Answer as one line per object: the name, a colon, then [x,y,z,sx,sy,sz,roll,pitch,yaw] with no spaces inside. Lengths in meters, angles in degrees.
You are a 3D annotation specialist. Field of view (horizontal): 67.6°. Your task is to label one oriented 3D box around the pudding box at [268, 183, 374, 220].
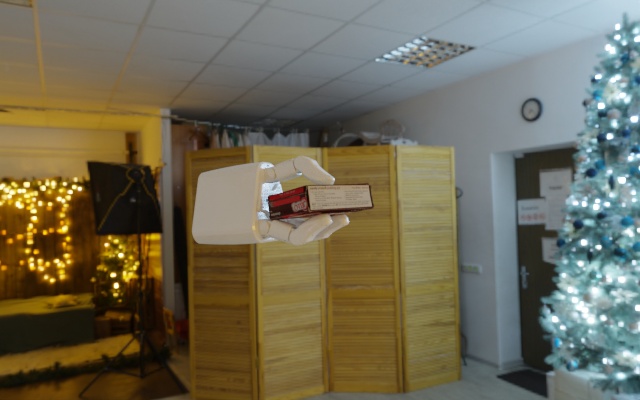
pudding box: [0.000,0.002,0.635,0.113,0.039,0.090,-5,-4,-39]
